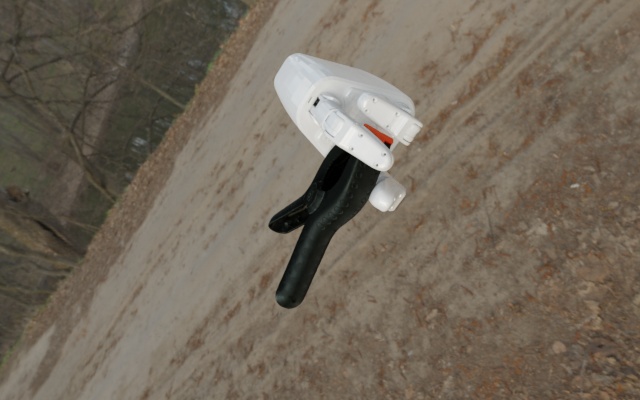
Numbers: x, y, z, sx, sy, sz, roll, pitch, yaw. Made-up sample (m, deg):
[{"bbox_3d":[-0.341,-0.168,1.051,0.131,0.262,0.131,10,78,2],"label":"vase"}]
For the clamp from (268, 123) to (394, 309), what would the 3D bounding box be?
[{"bbox_3d":[0.000,0.001,0.436,0.039,0.171,0.120,25,18,-31],"label":"clamp"}]
